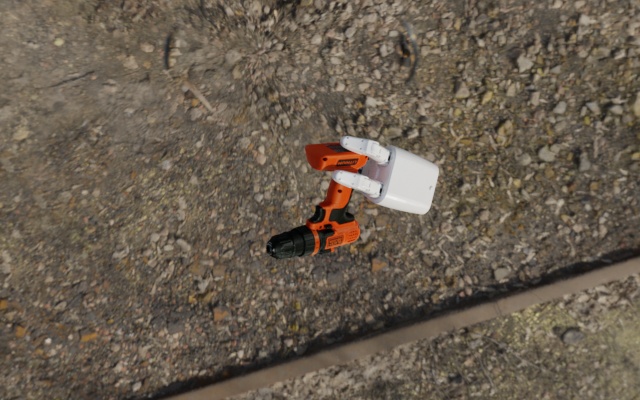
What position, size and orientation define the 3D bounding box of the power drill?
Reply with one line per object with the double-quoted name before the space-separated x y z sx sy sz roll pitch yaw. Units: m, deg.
"power drill" 0.000 0.002 0.774 0.184 0.188 0.057 -11 33 -39
